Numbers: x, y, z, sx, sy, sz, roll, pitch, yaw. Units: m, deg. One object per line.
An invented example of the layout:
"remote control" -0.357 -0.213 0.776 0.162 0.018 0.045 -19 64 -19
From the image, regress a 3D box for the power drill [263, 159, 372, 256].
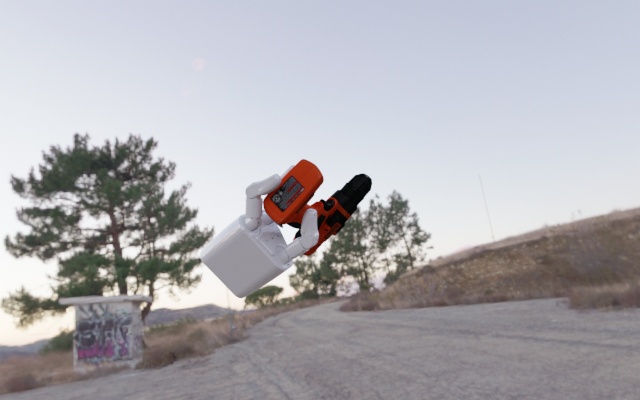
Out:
"power drill" 0.000 0.003 0.797 0.057 0.184 0.188 42 0 30
